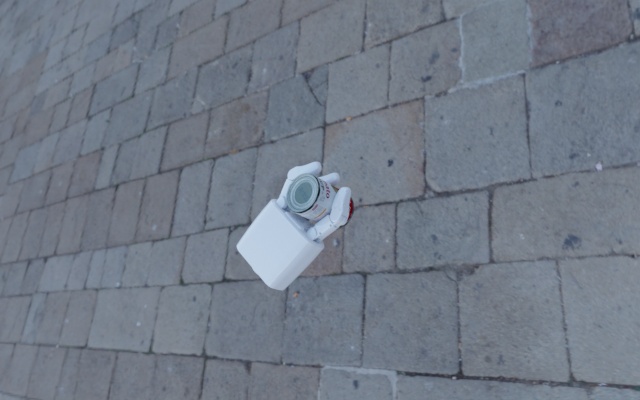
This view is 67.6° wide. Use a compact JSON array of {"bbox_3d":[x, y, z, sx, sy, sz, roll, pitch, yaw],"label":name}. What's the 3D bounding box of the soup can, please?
[{"bbox_3d":[0.000,0.002,0.784,0.068,0.068,0.102,0,-17,38],"label":"soup can"}]
